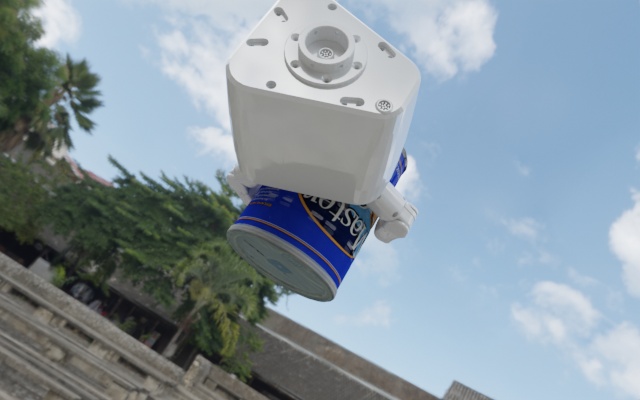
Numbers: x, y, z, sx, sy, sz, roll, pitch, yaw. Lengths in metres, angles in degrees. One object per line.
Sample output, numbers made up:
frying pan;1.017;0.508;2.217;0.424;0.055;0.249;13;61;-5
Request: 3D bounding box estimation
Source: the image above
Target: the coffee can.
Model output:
coffee can;0.000;0.002;0.417;0.103;0.140;0.103;27;-24;13
